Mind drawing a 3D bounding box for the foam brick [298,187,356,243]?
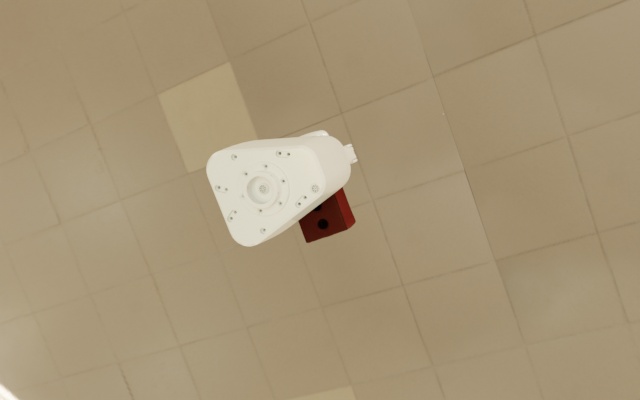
[{"bbox_3d":[0.000,0.002,0.549,0.053,0.078,0.051,-20,5,16],"label":"foam brick"}]
